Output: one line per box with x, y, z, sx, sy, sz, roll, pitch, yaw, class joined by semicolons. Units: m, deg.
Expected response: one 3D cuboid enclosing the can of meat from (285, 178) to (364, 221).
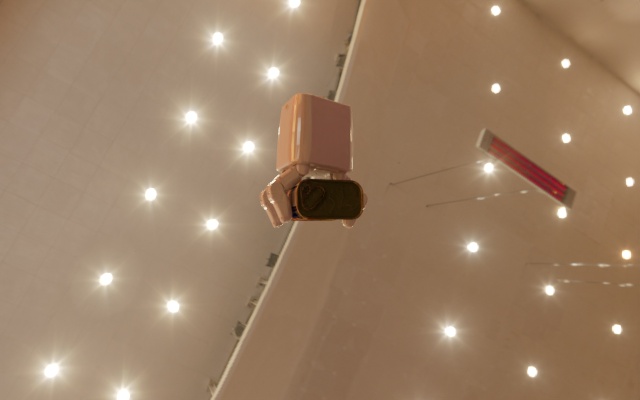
0.000;0.002;0.711;0.102;0.057;0.084;1;-6;-21;can of meat
